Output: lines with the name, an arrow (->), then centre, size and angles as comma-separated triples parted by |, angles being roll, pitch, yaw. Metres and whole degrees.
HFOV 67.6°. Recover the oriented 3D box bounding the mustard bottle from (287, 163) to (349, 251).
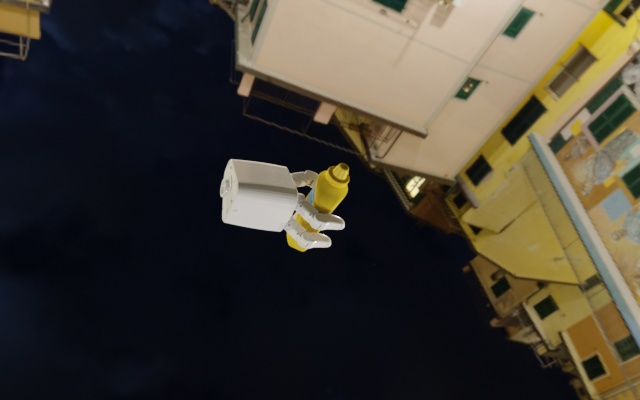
mustard bottle -> 0.000, 0.003, 0.861 | 0.058, 0.096, 0.192 | 27, -48, -7
